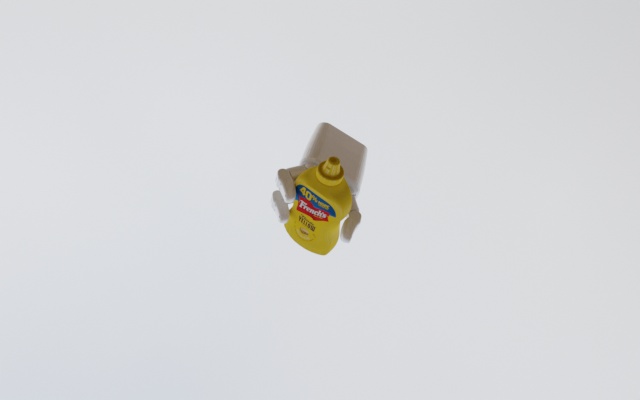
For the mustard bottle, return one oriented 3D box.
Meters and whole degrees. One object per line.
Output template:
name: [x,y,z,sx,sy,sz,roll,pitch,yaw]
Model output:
mustard bottle: [0.000,0.003,0.752,0.096,0.192,0.058,37,51,16]
